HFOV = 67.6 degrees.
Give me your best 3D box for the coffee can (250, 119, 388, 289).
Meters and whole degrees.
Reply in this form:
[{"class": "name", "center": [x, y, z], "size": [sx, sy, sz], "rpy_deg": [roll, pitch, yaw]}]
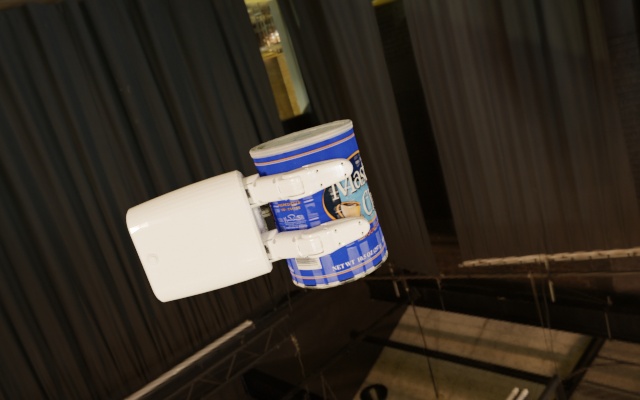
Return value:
[{"class": "coffee can", "center": [0.000, 0.001, 0.477], "size": [0.103, 0.140, 0.102], "rpy_deg": [-16, 13, 4]}]
